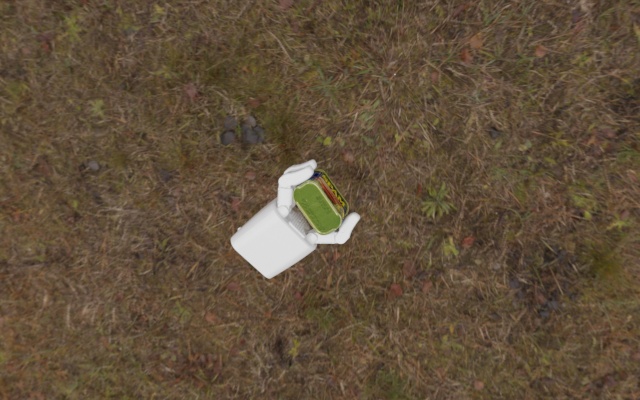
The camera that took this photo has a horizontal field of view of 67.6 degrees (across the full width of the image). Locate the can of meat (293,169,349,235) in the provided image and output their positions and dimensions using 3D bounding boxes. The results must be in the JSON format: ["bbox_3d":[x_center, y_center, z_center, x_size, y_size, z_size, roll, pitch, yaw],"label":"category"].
[{"bbox_3d":[0.000,0.003,0.825,0.057,0.102,0.084,-34,7,16],"label":"can of meat"}]
